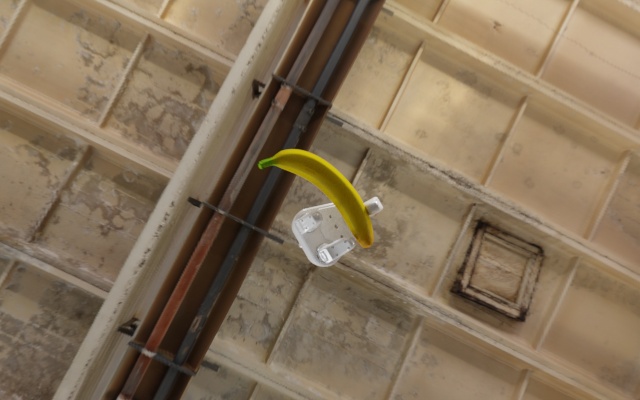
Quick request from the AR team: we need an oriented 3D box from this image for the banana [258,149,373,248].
[{"bbox_3d":[0.008,-0.015,0.680,0.198,0.069,0.037,37,-12,-5],"label":"banana"}]
